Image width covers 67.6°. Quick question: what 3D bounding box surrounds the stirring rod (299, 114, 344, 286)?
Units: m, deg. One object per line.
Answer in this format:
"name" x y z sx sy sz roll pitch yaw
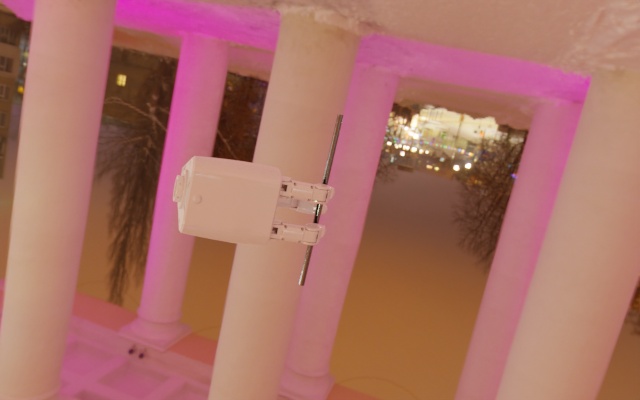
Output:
"stirring rod" 0.000 0.002 0.651 0.011 0.239 0.011 13 8 -2
